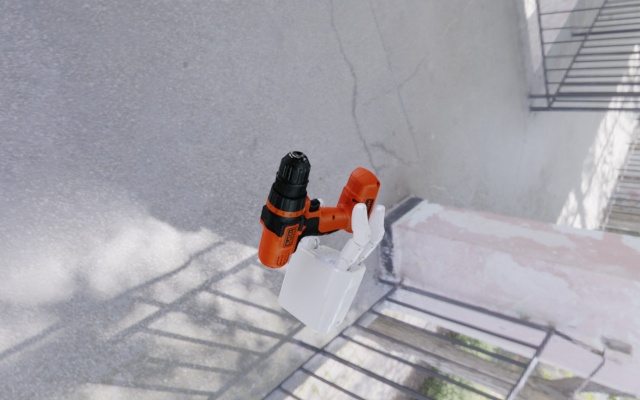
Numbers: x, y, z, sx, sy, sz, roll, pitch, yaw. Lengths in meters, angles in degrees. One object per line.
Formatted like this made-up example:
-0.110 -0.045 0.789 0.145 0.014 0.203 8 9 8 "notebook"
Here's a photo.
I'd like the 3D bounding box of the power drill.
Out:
0.000 0.002 0.694 0.187 0.184 0.057 -13 44 -39 "power drill"
